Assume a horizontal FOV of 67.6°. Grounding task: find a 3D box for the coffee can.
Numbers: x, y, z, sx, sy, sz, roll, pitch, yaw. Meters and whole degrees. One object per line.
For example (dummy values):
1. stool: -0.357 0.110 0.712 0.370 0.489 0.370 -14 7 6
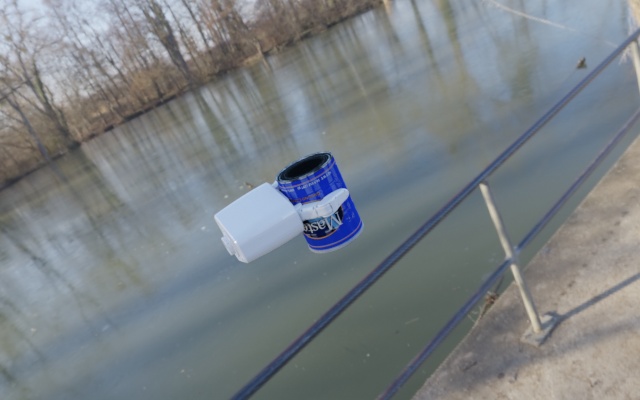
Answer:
1. coffee can: 0.000 0.003 0.801 0.103 0.140 0.102 -22 21 9
